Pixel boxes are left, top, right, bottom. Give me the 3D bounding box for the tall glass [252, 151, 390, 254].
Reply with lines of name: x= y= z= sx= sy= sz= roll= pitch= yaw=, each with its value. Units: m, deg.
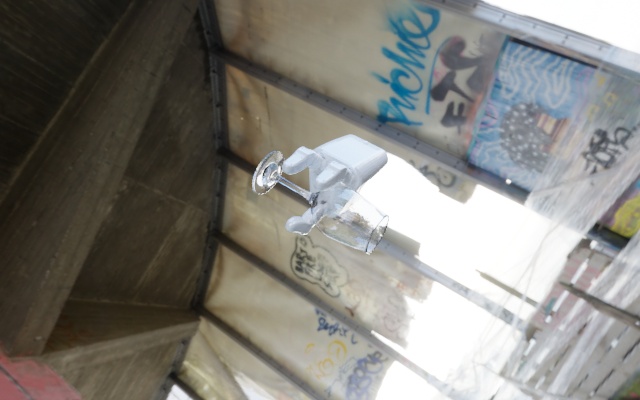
tall glass: x=-0.001 y=0.002 z=0.703 sx=0.201 sy=0.079 sz=0.079 roll=30 pitch=12 yaw=22
